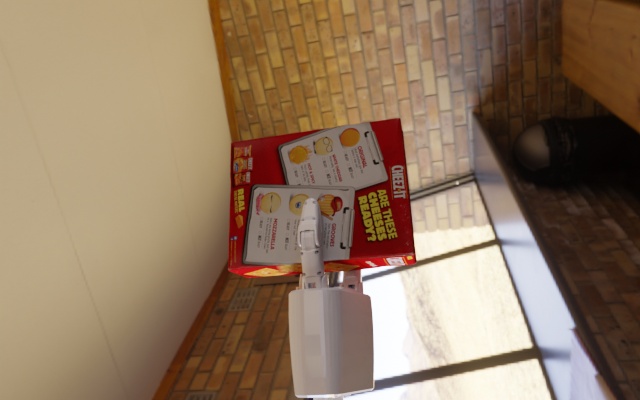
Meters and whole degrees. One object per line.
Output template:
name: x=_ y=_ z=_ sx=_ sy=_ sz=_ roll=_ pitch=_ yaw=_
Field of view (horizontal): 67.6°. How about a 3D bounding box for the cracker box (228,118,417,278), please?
cracker box: x=0.000 y=0.002 z=0.576 sx=0.214 sy=0.164 sz=0.072 roll=-6 pitch=-18 yaw=12
